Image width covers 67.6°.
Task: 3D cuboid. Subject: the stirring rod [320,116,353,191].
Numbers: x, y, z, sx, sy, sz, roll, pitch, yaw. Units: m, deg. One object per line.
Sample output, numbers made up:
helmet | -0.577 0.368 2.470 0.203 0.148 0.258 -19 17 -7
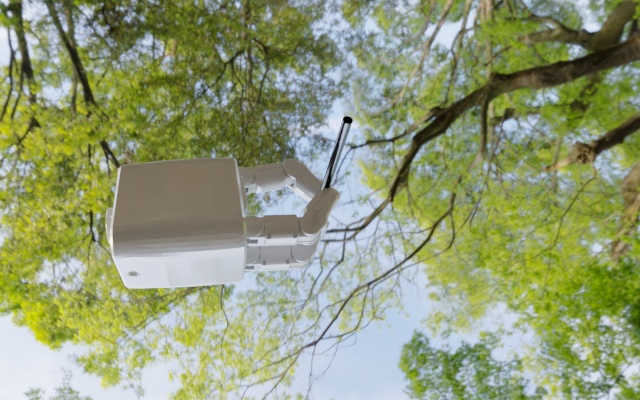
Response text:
stirring rod | 0.000 0.001 0.465 0.011 0.011 0.240 0 -32 -12
